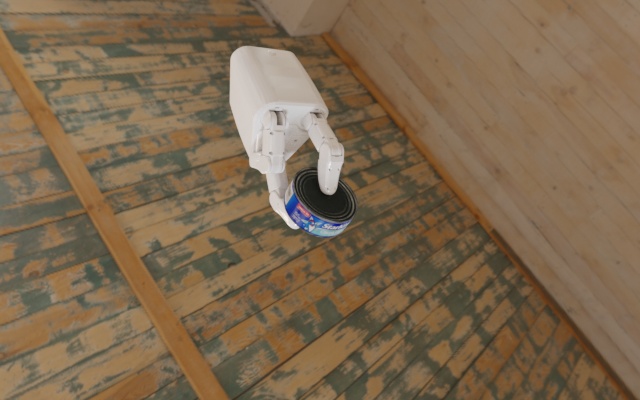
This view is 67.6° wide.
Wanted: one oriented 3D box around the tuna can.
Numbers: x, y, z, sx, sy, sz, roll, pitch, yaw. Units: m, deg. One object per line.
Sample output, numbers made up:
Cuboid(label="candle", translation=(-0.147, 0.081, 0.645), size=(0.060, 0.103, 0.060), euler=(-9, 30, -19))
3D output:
Cuboid(label="tuna can", translation=(0.000, 0.002, 0.571), size=(0.086, 0.086, 0.034), euler=(0, -40, -35))
